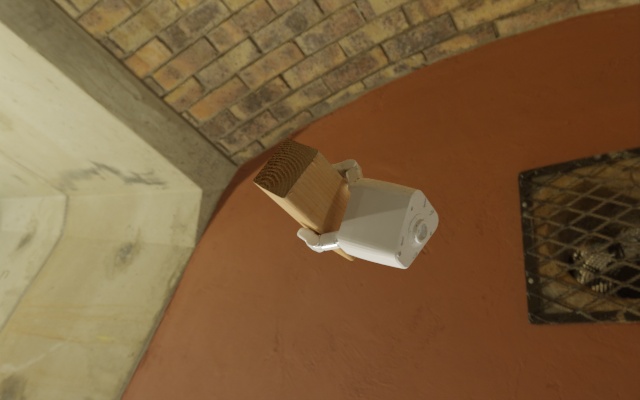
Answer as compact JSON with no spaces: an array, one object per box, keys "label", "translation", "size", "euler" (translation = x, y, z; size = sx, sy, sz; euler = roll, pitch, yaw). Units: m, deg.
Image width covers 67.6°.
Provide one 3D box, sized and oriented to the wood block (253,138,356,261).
[{"label":"wood block","translation":[0.000,0.003,0.782],"size":[0.090,0.091,0.206],"euler":[28,-13,47]}]
